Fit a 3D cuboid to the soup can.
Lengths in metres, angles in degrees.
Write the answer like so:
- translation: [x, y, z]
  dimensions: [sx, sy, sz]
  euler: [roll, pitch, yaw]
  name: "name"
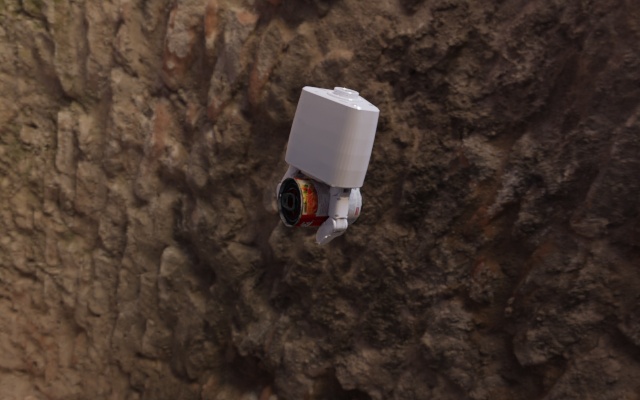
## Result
- translation: [0.000, 0.003, 0.671]
  dimensions: [0.102, 0.068, 0.068]
  euler: [0, 0, -32]
  name: "soup can"
